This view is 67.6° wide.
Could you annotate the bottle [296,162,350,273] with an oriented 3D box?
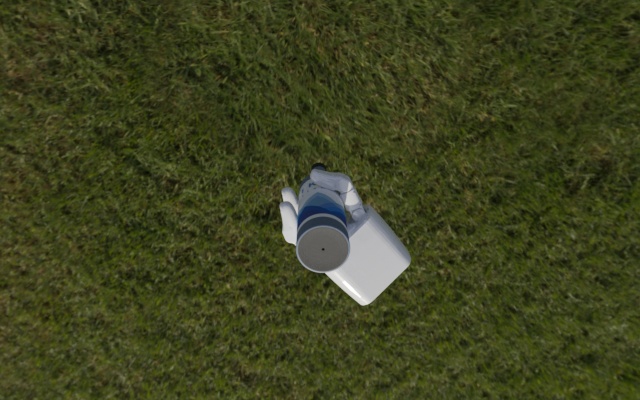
[{"bbox_3d":[0.000,0.002,0.714,0.069,0.069,0.295,0,23,-1],"label":"bottle"}]
